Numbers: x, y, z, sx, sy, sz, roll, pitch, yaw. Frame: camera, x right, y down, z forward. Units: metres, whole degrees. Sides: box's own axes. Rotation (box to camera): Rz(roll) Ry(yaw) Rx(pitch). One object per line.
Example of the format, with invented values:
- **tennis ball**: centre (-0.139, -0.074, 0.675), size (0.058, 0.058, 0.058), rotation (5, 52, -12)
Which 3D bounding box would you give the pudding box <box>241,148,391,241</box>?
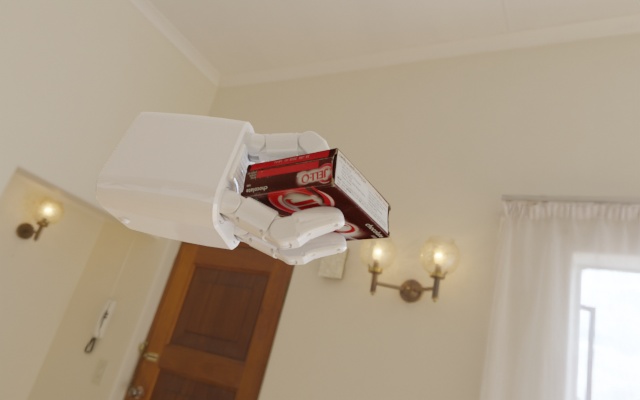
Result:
- **pudding box**: centre (0.000, 0.001, 0.421), size (0.090, 0.039, 0.113), rotation (-7, -26, 30)
